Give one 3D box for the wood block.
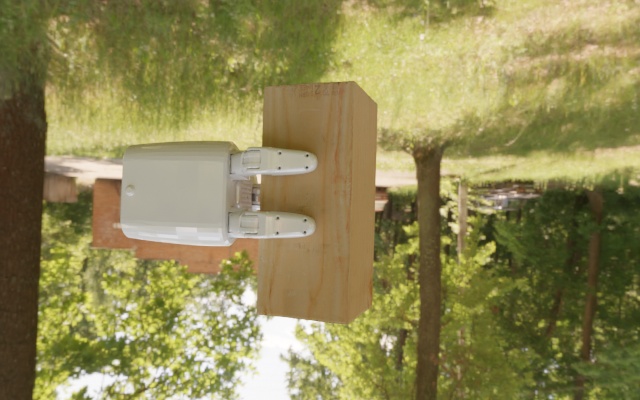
[{"bbox_3d":[0.000,0.002,0.457,0.090,0.206,0.091,1,-1,19],"label":"wood block"}]
